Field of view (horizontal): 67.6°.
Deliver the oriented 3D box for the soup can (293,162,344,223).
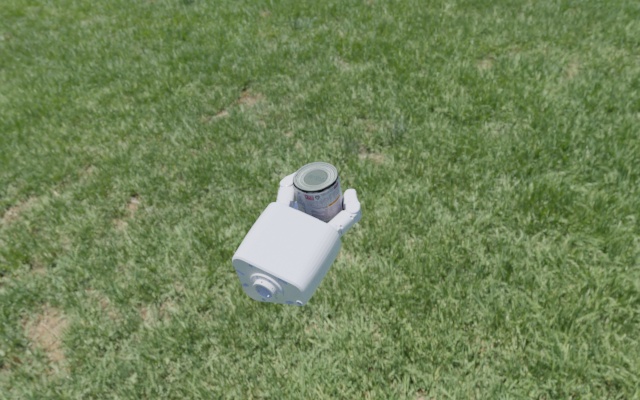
[{"bbox_3d":[0.000,0.002,0.711,0.068,0.102,0.068,-7,41,6],"label":"soup can"}]
